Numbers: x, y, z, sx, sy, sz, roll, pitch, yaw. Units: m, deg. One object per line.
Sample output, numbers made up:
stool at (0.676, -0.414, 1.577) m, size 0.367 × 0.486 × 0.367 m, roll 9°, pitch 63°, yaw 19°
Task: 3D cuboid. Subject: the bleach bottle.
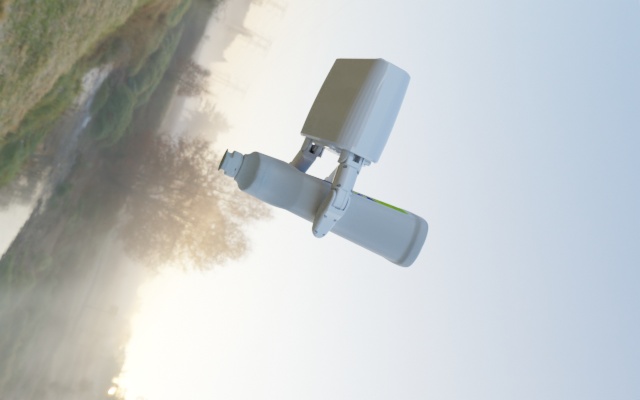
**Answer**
bleach bottle at (0.000, 0.002, 0.576) m, size 0.251 × 0.068 × 0.102 m, roll 23°, pitch 2°, yaw -19°
